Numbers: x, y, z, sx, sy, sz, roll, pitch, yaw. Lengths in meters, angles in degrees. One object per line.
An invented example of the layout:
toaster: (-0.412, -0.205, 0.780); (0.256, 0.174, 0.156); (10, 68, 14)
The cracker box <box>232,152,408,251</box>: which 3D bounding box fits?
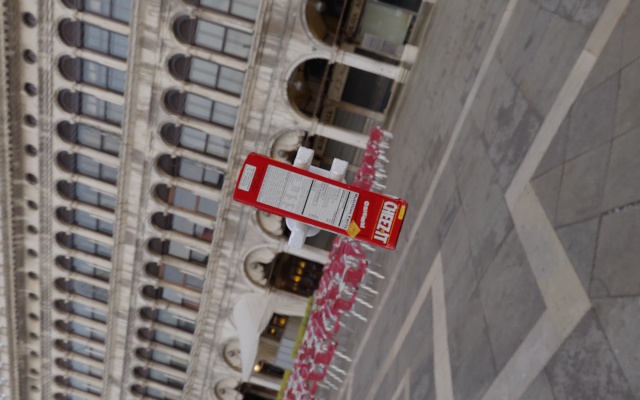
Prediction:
cracker box: (0.000, 0.002, 0.666); (0.213, 0.072, 0.164); (17, -2, 0)
